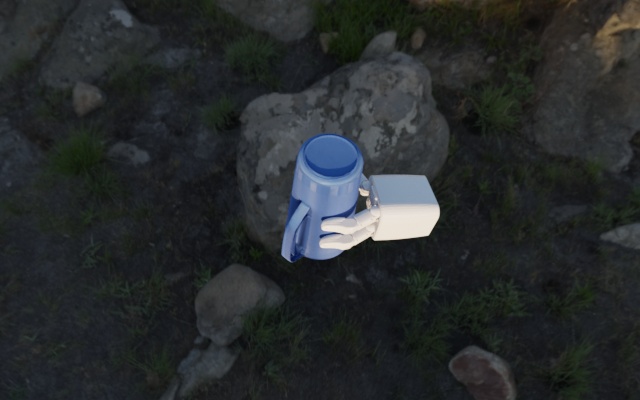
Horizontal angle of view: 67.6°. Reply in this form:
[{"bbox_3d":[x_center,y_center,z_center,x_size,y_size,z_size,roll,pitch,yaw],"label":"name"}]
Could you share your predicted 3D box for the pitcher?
[{"bbox_3d":[0.000,0.003,0.856,0.145,0.149,0.243,-2,-33,-7],"label":"pitcher"}]
